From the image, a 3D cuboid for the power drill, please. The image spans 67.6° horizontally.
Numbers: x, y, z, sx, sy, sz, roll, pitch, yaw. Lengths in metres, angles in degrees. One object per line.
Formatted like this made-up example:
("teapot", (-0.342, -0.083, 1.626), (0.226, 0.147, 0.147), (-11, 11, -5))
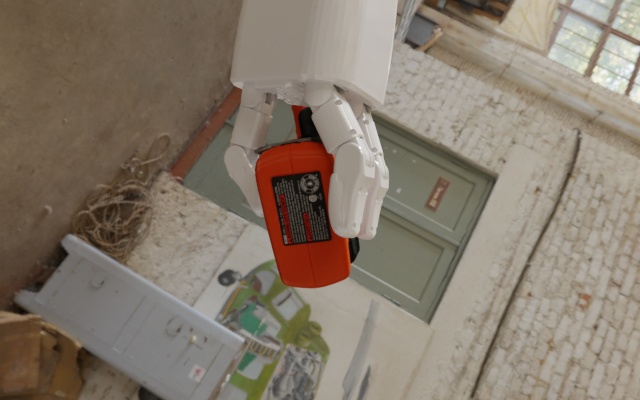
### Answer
("power drill", (0.000, 0.001, 0.417), (0.057, 0.184, 0.187), (-10, 16, 8))
